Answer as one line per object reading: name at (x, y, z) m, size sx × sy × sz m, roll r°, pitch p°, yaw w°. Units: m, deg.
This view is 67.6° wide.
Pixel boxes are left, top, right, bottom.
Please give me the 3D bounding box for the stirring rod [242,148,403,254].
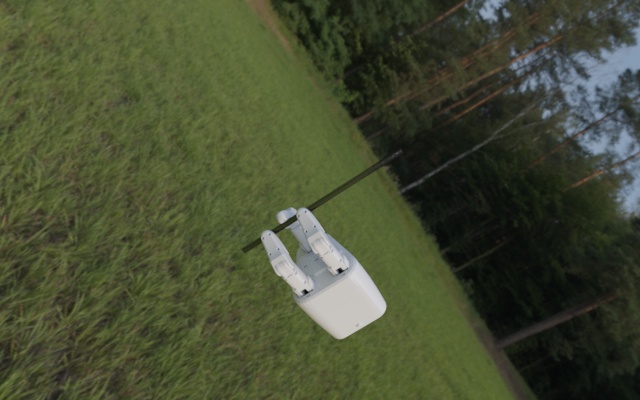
stirring rod at (0.000, 0.002, 0.608) m, size 0.239 × 0.011 × 0.011 m, roll -32°, pitch -5°, yaw 7°
